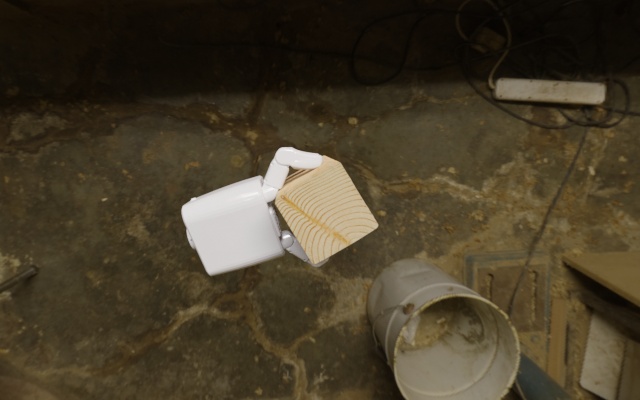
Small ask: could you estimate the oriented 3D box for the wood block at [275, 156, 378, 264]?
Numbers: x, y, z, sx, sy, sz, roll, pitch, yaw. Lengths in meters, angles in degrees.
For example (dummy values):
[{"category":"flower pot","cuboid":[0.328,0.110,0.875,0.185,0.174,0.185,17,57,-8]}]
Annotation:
[{"category":"wood block","cuboid":[0.000,0.003,0.641,0.090,0.091,0.206,-31,9,1]}]
